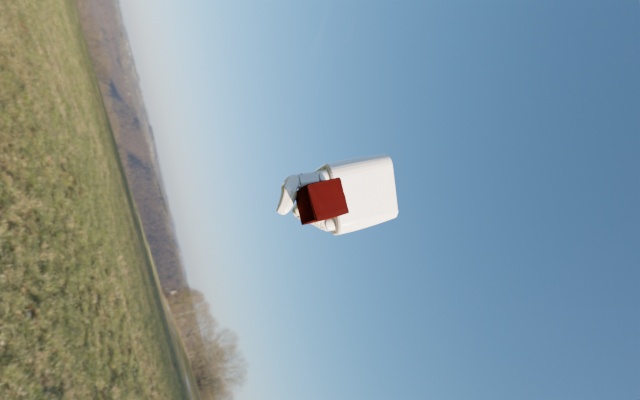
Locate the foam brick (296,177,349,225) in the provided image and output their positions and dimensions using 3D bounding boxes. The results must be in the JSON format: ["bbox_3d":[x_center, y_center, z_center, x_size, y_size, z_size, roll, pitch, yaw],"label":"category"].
[{"bbox_3d":[0.000,0.002,0.682,0.051,0.053,0.078,-12,-3,-18],"label":"foam brick"}]
